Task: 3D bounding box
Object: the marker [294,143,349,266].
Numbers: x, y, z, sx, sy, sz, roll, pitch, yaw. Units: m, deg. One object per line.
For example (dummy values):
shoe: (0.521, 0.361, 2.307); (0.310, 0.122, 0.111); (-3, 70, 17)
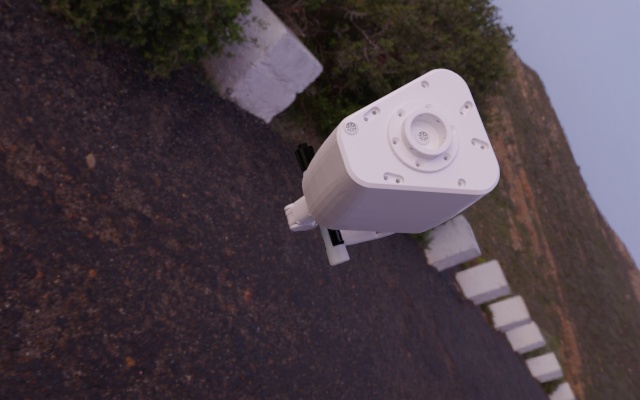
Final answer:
marker: (0.000, 0.001, 0.454); (0.020, 0.121, 0.020); (-17, -11, -4)
